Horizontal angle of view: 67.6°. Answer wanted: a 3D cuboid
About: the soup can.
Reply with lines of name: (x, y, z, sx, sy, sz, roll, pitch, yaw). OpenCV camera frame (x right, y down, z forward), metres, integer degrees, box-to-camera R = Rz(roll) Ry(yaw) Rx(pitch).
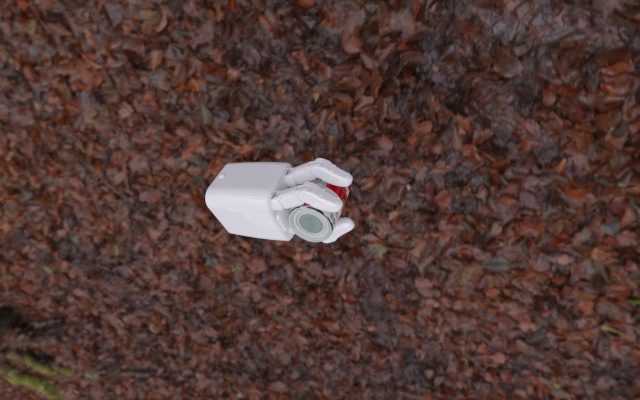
soup can: (0.001, 0.003, 0.697, 0.068, 0.068, 0.102, 0, 39, 23)
